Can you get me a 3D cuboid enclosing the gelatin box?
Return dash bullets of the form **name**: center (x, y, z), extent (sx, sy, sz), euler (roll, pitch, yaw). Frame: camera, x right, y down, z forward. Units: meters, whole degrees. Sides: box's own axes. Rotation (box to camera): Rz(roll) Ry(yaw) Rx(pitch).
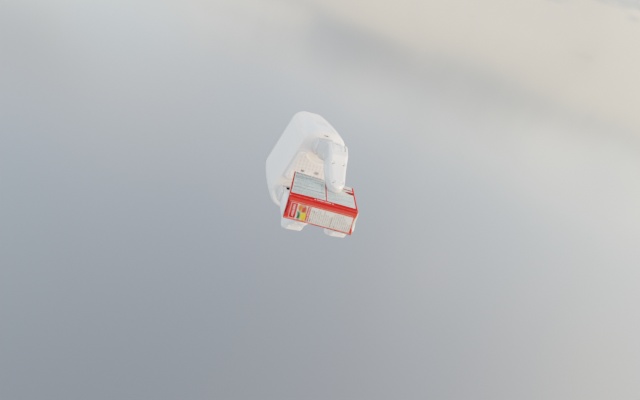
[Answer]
- **gelatin box**: center (0.000, 0.001, 0.521), extent (0.073, 0.030, 0.089), euler (15, 18, -5)
